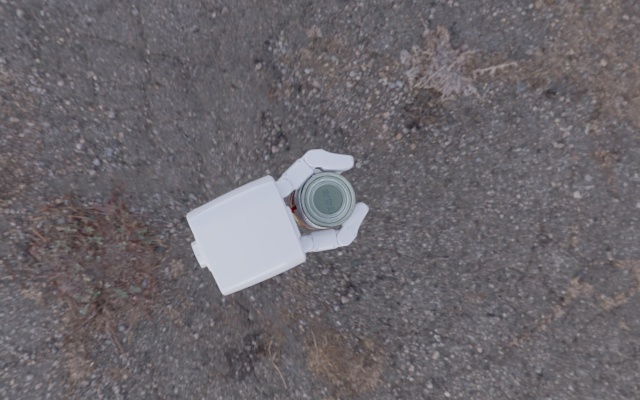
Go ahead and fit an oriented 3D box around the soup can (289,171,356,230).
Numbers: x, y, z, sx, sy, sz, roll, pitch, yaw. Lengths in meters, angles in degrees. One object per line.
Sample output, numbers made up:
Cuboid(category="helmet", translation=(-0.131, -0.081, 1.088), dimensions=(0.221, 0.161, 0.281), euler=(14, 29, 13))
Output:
Cuboid(category="soup can", translation=(0.001, 0.002, 0.599), dimensions=(0.068, 0.068, 0.102), euler=(0, -4, -10))
